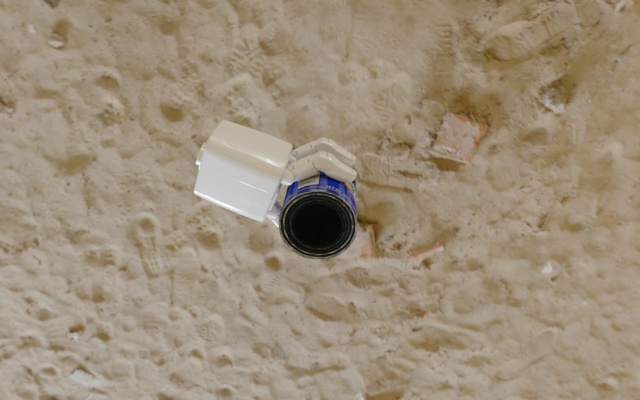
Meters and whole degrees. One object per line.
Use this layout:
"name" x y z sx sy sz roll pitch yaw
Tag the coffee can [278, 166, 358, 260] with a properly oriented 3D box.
"coffee can" 0.000 0.002 0.671 0.103 0.103 0.140 0 26 3
